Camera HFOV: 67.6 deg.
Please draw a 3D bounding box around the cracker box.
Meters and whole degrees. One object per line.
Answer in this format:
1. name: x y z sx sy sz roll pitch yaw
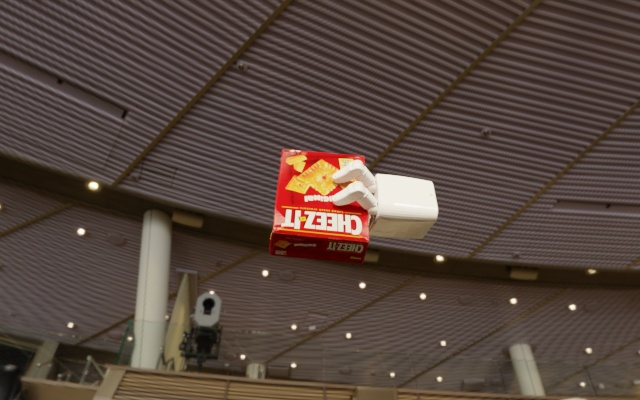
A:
1. cracker box: 0.000 0.003 0.866 0.164 0.213 0.072 5 -44 -3
